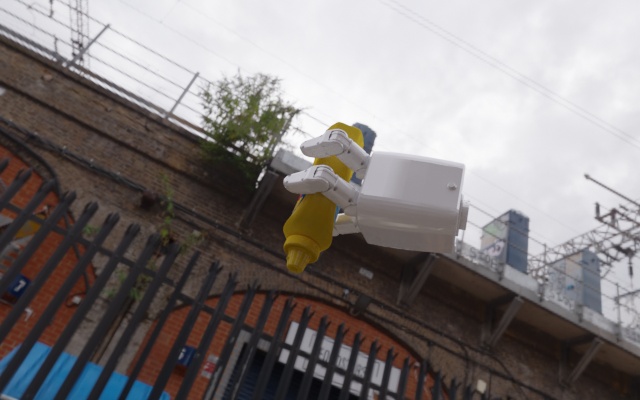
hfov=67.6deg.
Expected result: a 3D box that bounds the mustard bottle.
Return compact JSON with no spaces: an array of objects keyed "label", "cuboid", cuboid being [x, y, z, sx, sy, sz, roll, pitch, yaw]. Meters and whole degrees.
[{"label":"mustard bottle","cuboid":[0.000,0.002,0.575,0.058,0.191,0.096,22,-34,-2]}]
